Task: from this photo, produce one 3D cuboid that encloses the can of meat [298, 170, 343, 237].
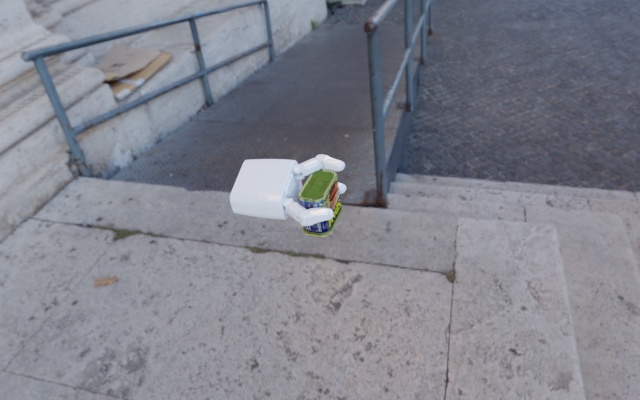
[{"bbox_3d":[0.000,0.003,0.889,0.057,0.084,0.102,7,39,20],"label":"can of meat"}]
